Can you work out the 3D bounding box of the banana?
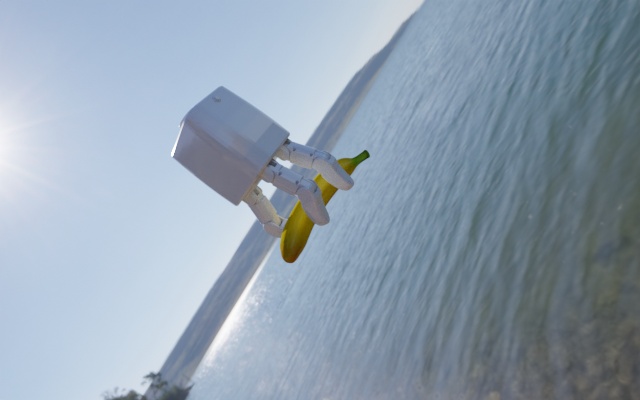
[{"bbox_3d":[-0.007,0.004,0.628,0.037,0.197,0.070,41,-29,-11],"label":"banana"}]
